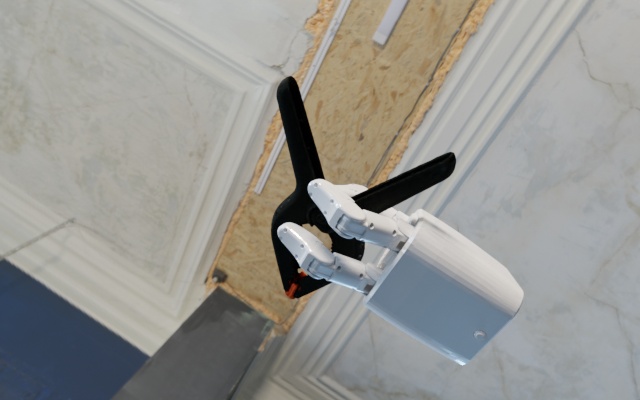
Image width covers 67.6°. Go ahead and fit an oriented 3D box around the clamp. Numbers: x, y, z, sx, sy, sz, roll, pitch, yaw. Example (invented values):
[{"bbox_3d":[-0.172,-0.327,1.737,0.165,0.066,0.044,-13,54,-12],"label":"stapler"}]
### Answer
[{"bbox_3d":[0.000,0.002,0.444,0.164,0.210,0.036,34,29,7],"label":"clamp"}]
